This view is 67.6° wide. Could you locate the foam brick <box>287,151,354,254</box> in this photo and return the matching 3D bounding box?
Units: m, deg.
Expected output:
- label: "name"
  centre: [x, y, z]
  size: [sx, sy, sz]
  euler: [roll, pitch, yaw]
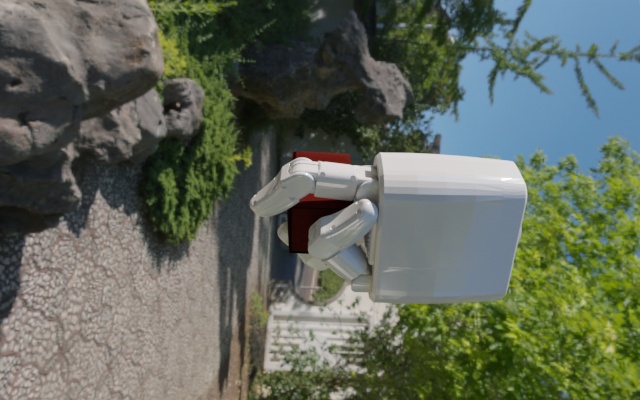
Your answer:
- label: "foam brick"
  centre: [0.000, 0.001, 0.406]
  size: [0.051, 0.053, 0.078]
  euler: [1, 40, 0]
